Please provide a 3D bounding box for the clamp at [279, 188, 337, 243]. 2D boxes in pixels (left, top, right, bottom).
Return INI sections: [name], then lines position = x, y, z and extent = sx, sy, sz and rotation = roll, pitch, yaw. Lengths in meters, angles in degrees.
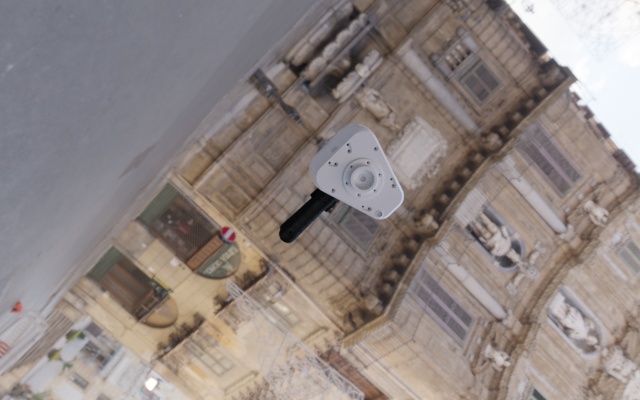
[clamp]
position = 0.001, 0.003, 0.703
extent = 0.039, 0.171, 0.120
rotation = 45, 6, -9
